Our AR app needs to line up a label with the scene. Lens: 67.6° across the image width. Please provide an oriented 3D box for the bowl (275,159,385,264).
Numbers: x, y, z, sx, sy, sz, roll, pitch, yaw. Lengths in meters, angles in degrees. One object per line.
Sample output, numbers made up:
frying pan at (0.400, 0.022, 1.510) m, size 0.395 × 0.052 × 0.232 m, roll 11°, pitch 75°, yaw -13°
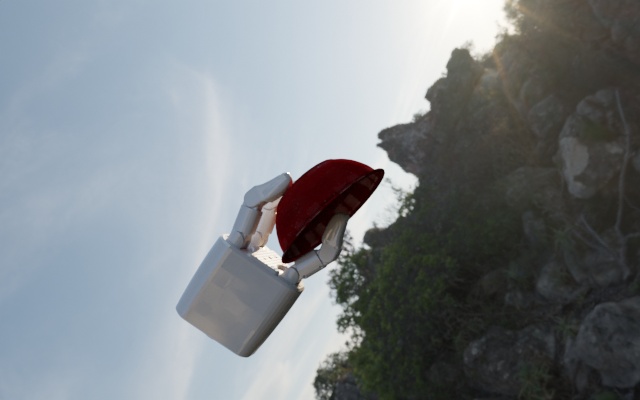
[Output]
bowl at (0.001, 0.001, 0.567) m, size 0.162 × 0.055 × 0.162 m, roll -39°, pitch -13°, yaw -11°
